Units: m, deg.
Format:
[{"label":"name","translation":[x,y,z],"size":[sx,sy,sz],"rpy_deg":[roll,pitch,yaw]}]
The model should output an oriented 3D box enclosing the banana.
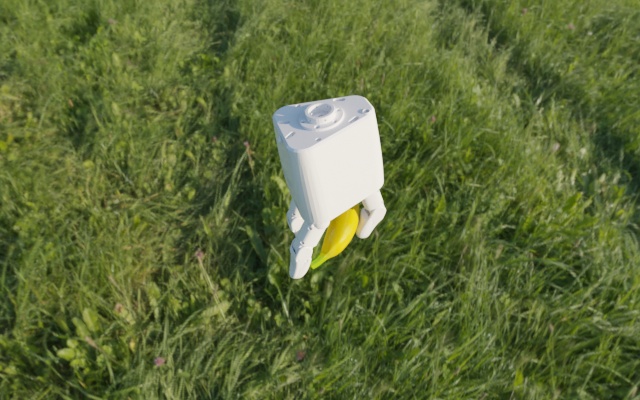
[{"label":"banana","translation":[0.018,0.002,0.653],"size":[0.069,0.197,0.037],"rpy_deg":[-8,-45,10]}]
